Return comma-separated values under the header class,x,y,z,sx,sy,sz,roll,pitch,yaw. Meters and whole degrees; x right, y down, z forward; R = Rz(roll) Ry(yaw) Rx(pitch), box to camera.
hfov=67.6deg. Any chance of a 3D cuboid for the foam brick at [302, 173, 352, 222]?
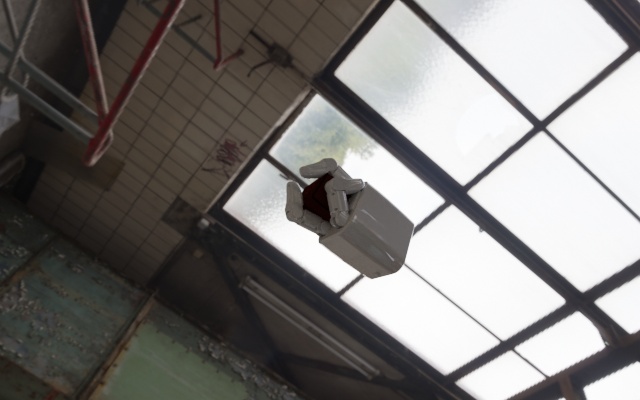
class,x,y,z,sx,sy,sz,roll,pitch,yaw
foam brick,0.000,0.002,0.727,0.051,0.053,0.078,38,-29,-12
